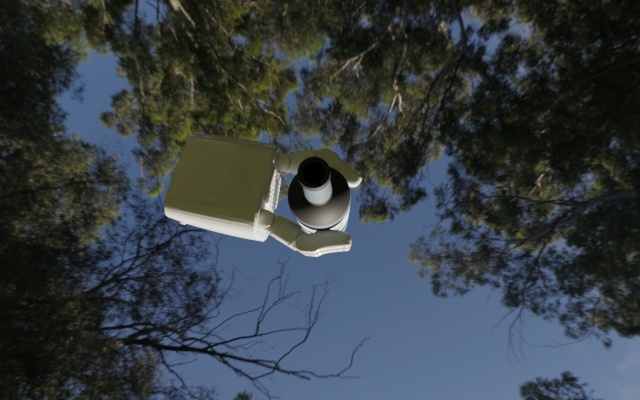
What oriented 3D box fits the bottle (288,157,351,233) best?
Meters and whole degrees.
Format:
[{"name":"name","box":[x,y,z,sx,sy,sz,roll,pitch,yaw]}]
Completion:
[{"name":"bottle","box":[0.000,0.002,0.537,0.069,0.069,0.296,0,-10,2]}]
